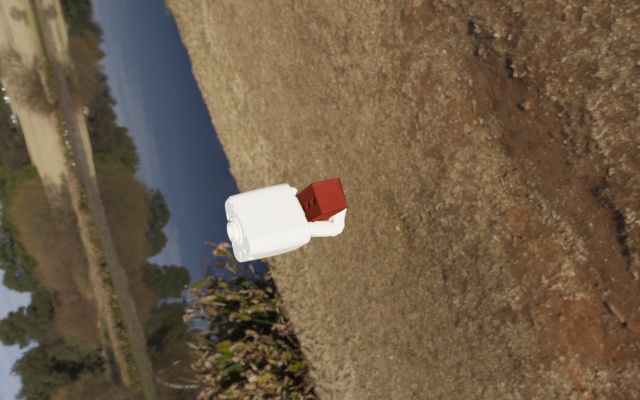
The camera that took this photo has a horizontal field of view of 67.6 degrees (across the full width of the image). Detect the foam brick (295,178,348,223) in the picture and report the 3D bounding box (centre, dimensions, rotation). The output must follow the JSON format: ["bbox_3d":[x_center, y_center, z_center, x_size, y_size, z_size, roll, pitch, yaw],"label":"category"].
[{"bbox_3d":[0.000,0.002,0.786,0.051,0.053,0.078,-12,-12,-29],"label":"foam brick"}]
